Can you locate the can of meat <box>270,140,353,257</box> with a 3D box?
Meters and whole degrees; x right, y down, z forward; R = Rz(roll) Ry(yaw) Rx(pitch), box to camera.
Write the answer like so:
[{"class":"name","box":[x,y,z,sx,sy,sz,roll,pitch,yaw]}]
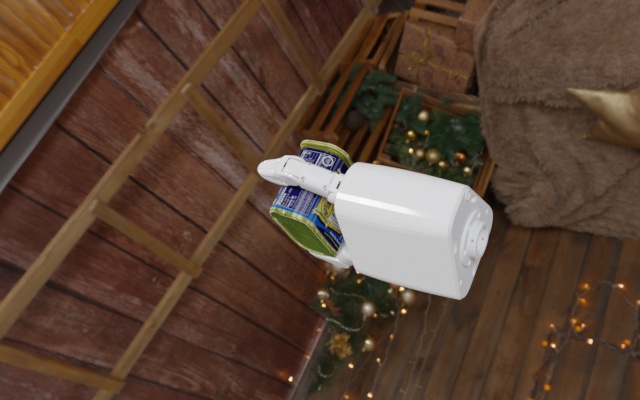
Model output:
[{"class":"can of meat","box":[0.000,0.002,0.497,0.057,0.084,0.102,14,-22,31]}]
